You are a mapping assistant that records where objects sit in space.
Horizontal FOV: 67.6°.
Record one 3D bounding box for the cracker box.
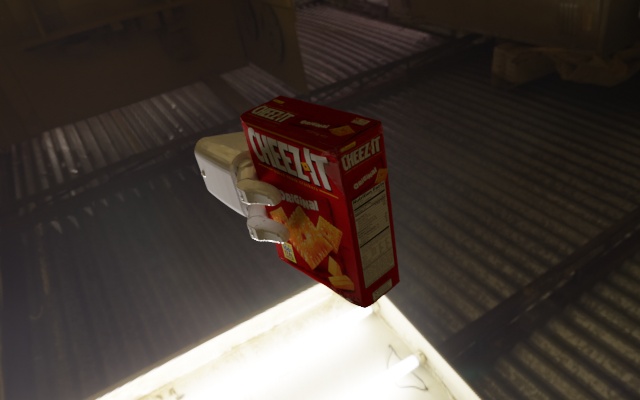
[{"bbox_3d":[0.000,0.002,0.553,0.072,0.214,0.164,-34,39,-30],"label":"cracker box"}]
